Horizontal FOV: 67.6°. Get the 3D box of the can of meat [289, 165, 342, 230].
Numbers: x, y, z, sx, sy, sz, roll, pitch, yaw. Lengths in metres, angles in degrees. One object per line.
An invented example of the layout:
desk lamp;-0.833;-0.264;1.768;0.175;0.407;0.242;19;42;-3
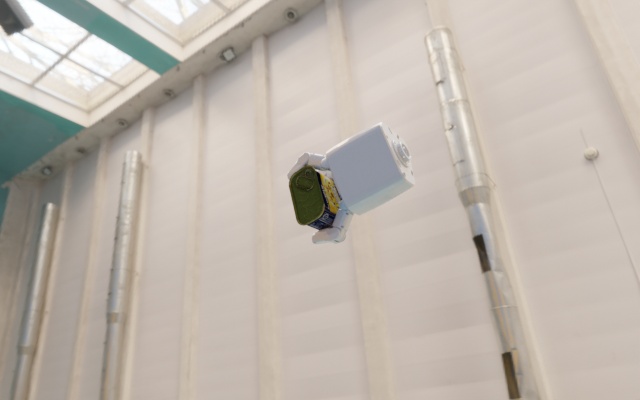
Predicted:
can of meat;0.000;0.003;0.804;0.057;0.102;0.084;-31;-34;26
